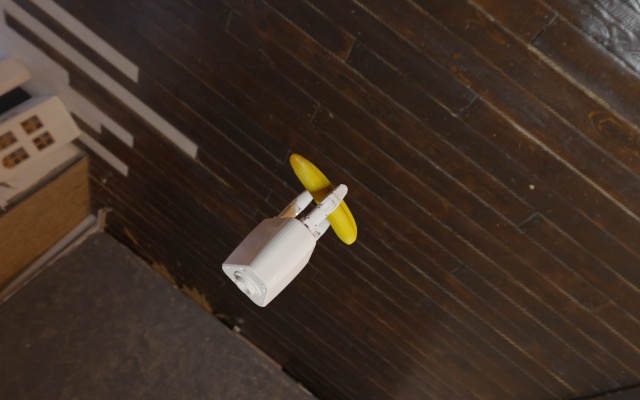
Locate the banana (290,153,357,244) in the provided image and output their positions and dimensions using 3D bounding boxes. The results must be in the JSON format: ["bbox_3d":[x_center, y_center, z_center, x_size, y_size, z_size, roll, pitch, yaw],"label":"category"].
[{"bbox_3d":[0.012,0.007,0.786,0.037,0.198,0.069,-43,29,-22],"label":"banana"}]
